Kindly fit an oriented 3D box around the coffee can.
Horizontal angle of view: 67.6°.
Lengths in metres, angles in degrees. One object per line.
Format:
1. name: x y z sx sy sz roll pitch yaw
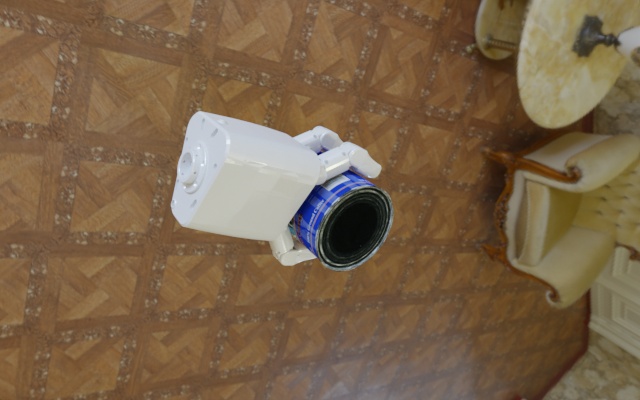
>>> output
1. coffee can: 0.000 0.002 0.554 0.103 0.103 0.140 0 25 -38
